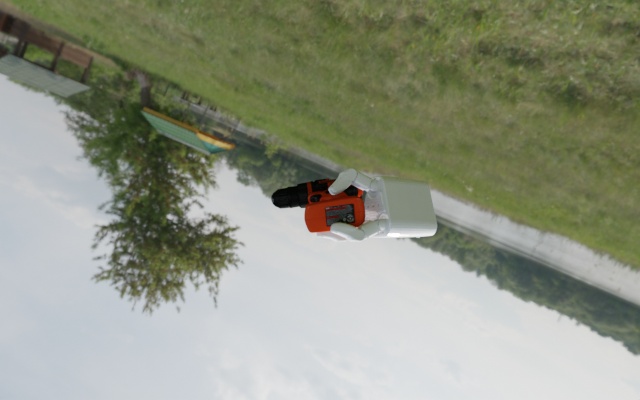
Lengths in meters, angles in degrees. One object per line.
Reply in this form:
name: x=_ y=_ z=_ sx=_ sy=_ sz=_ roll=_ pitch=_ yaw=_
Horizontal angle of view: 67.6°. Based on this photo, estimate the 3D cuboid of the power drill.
power drill: x=0.000 y=0.003 z=0.893 sx=0.184 sy=0.057 sz=0.187 roll=-10 pitch=17 yaw=-4
